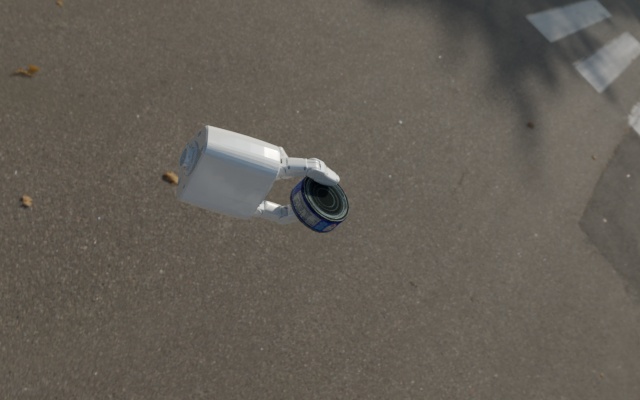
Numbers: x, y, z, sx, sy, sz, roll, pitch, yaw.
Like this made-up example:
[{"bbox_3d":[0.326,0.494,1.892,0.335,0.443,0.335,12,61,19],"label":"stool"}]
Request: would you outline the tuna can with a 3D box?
[{"bbox_3d":[0.001,0.002,0.696,0.086,0.086,0.034,0,-31,-43],"label":"tuna can"}]
